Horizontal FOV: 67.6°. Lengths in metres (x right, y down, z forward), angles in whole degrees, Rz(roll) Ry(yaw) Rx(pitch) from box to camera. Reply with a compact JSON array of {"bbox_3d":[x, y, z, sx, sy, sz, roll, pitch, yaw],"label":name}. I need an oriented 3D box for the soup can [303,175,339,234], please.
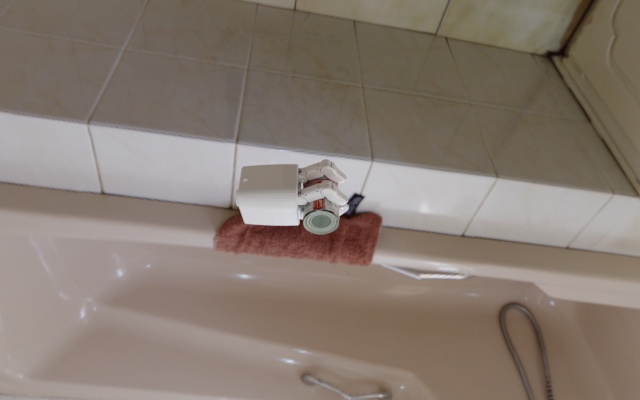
[{"bbox_3d":[0.001,0.003,0.883,0.068,0.102,0.069,0,-43,0],"label":"soup can"}]
